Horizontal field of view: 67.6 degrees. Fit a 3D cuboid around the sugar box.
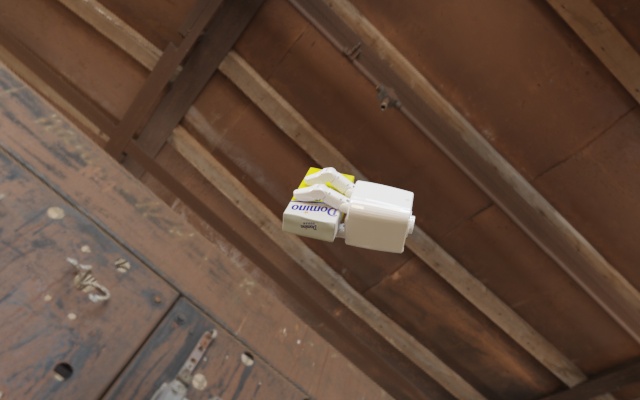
[{"bbox_3d":[0.000,0.002,0.877,0.093,0.048,0.176,11,30,9],"label":"sugar box"}]
